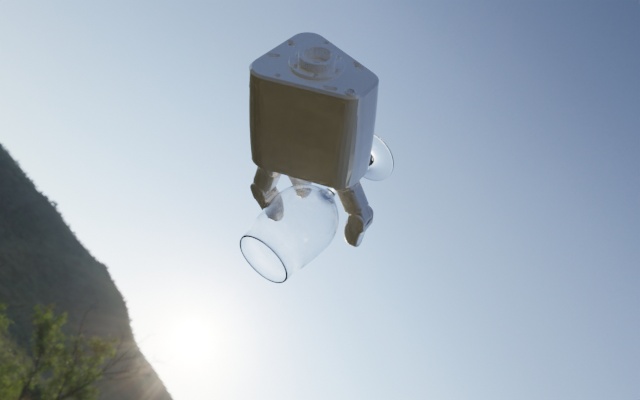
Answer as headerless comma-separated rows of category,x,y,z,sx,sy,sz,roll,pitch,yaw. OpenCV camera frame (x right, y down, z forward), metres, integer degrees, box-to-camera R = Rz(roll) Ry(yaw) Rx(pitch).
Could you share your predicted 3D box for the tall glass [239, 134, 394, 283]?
tall glass,0.001,0.001,0.530,0.079,0.079,0.201,0,36,45
